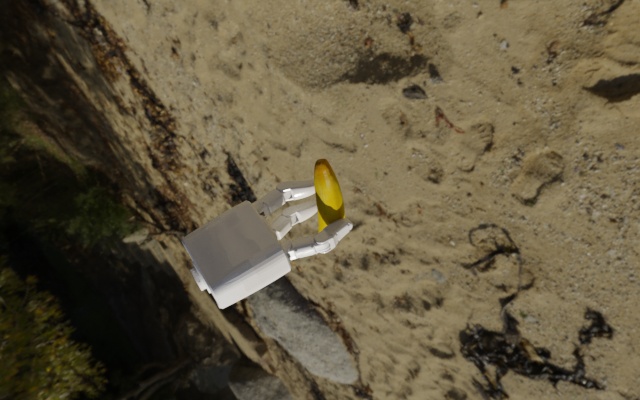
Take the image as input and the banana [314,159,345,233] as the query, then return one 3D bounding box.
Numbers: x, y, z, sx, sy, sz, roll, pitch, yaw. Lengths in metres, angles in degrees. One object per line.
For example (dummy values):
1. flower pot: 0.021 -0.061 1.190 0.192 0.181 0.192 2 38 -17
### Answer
1. banana: 0.009 0.018 0.686 0.037 0.069 0.198 -27 -24 -14
